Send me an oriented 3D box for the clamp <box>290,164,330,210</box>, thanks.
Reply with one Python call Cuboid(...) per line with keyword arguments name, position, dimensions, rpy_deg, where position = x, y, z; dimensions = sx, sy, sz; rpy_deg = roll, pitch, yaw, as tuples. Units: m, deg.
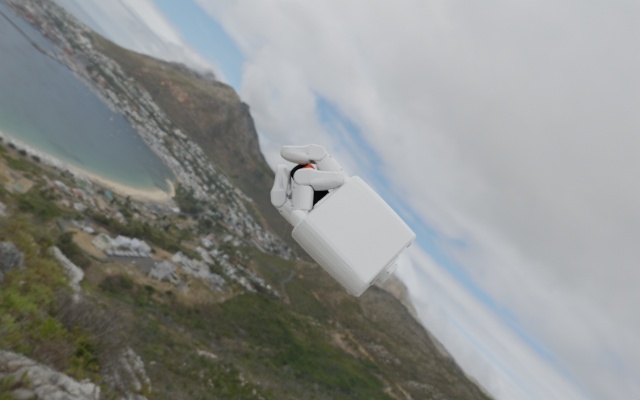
Cuboid(name="clamp", position=(0.000, 0.002, 0.672), dimensions=(0.120, 0.039, 0.171), rpy_deg=(45, -4, 13))
